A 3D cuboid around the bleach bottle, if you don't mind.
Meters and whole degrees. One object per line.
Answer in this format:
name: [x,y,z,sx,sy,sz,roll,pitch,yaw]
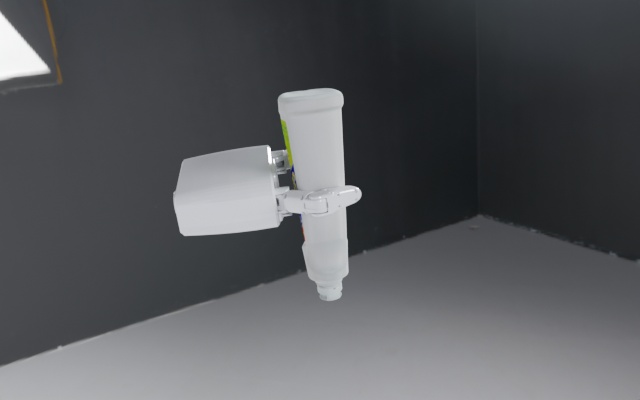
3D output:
bleach bottle: [0.000,0.002,0.554,0.068,0.251,0.102,-8,17,-5]
